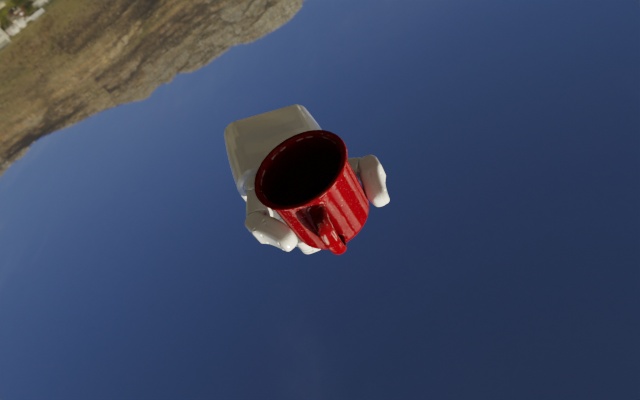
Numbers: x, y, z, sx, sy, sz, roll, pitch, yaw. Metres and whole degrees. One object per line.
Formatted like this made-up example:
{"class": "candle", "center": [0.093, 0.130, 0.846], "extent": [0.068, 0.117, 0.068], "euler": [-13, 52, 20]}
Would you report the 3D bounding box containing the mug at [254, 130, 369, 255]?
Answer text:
{"class": "mug", "center": [0.001, 0.003, 0.450], "extent": [0.093, 0.117, 0.081], "euler": [-29, -45, 5]}
